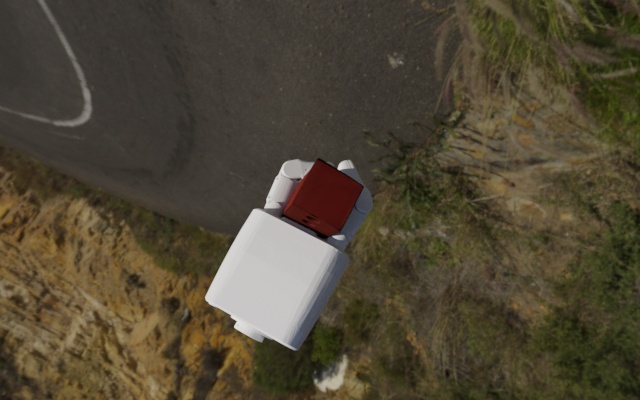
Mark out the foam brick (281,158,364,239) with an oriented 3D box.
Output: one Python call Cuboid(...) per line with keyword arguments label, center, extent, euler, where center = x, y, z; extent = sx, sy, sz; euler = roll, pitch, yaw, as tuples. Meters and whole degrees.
Cuboid(label="foam brick", center=(0.000, 0.001, 0.470), extent=(0.053, 0.051, 0.078), euler=(31, -15, -5))
